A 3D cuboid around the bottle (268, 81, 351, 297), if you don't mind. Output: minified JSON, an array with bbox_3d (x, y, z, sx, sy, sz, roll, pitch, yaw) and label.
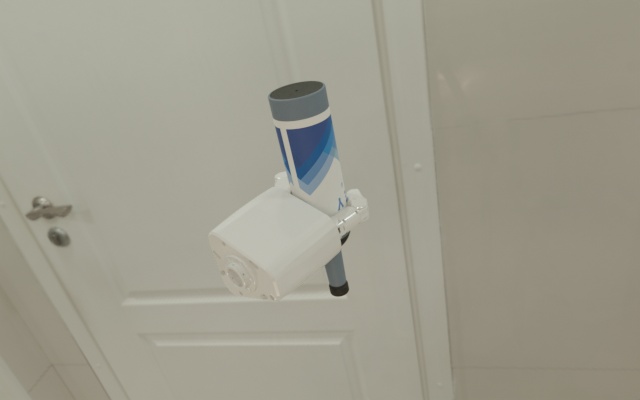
[{"bbox_3d":[0.000,0.002,0.608,0.069,0.296,0.069,-9,29,5],"label":"bottle"}]
